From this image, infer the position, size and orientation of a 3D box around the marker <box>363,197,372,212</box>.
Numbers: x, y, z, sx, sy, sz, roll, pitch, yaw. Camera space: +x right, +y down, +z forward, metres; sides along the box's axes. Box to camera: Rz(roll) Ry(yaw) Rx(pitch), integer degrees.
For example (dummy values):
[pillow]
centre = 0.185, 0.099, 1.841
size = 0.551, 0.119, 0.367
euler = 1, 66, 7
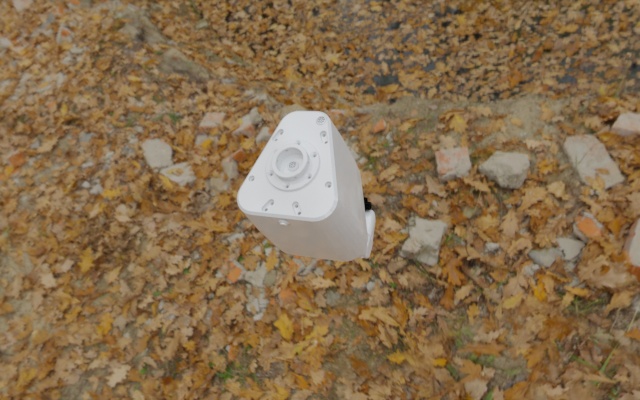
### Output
[marker]
centre = 0.000, 0.002, 0.558
size = 0.121, 0.020, 0.020
euler = 5, 2, 20
